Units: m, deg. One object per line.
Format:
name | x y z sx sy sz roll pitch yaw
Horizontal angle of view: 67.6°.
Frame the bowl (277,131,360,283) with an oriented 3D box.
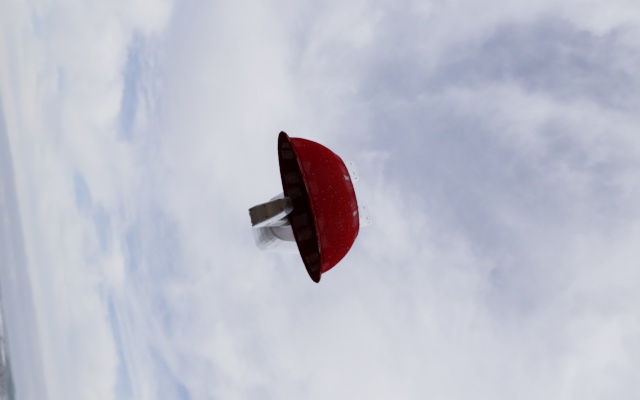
bowl | 0.001 0.002 0.501 0.055 0.162 0.162 -13 2 -11
